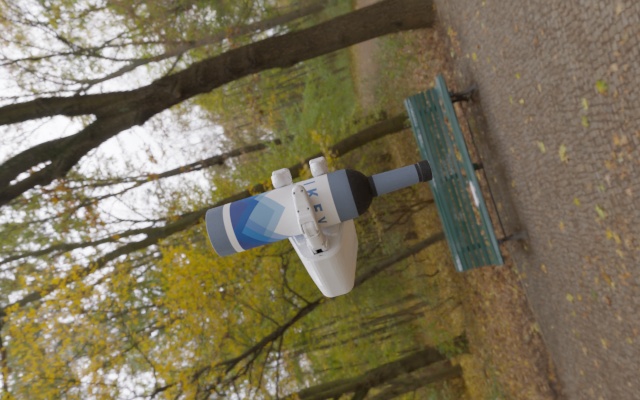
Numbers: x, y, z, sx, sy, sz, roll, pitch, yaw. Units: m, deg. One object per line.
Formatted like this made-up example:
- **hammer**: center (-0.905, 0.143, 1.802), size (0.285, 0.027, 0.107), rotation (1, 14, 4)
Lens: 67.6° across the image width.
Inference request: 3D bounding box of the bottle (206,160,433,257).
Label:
- **bottle**: center (0.000, 0.002, 0.628), size (0.296, 0.069, 0.069), rotation (-17, -2, 5)
